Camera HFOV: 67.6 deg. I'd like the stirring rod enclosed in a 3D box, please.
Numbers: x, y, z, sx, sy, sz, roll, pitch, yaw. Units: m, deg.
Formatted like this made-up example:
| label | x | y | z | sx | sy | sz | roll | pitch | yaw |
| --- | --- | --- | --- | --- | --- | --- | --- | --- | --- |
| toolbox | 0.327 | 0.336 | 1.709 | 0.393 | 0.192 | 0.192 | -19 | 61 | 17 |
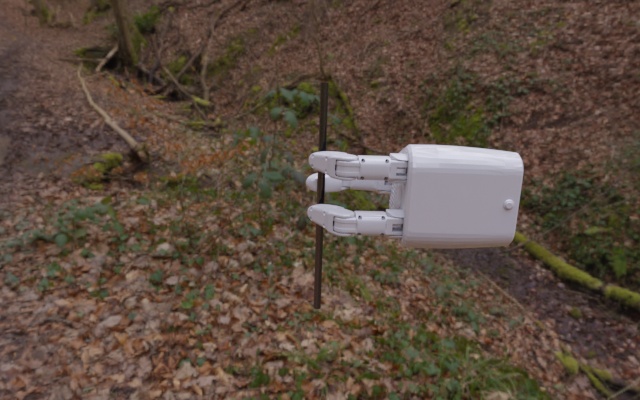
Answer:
| label | x | y | z | sx | sy | sz | roll | pitch | yaw |
| --- | --- | --- | --- | --- | --- | --- | --- | --- | --- |
| stirring rod | 0.000 | 0.002 | 0.496 | 0.011 | 0.239 | 0.011 | 2 | 15 | 0 |
